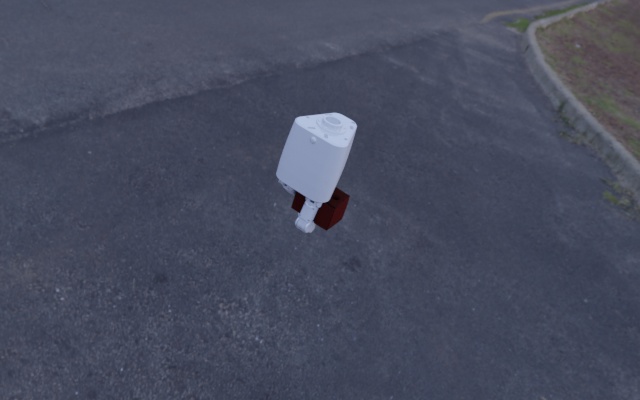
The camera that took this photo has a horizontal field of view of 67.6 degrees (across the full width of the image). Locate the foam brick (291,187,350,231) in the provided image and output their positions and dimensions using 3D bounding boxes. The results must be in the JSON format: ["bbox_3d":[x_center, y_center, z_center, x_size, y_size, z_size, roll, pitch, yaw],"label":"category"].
[{"bbox_3d":[0.000,0.003,0.800,0.078,0.051,0.053,32,36,16],"label":"foam brick"}]
